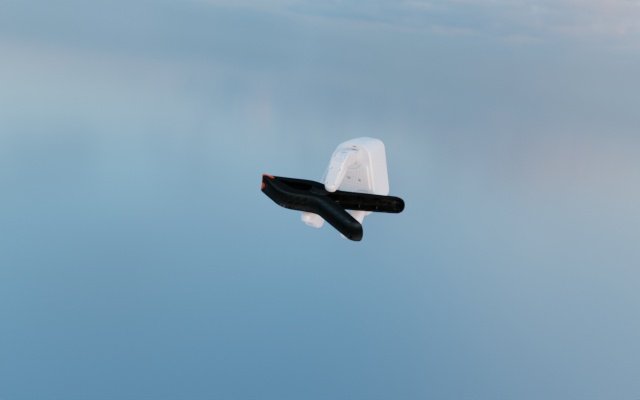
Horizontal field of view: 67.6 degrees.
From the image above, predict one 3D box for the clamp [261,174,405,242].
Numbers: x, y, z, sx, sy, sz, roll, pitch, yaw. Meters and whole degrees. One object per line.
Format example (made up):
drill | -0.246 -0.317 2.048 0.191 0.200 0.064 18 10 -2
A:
clamp | 0.000 0.001 0.670 0.210 0.036 0.164 14 18 19
